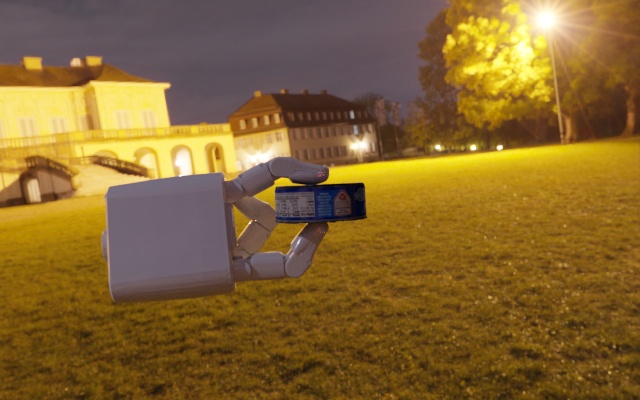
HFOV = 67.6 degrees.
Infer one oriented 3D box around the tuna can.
[{"bbox_3d":[0.000,0.001,0.445,0.086,0.034,0.086,-3,2,0],"label":"tuna can"}]
